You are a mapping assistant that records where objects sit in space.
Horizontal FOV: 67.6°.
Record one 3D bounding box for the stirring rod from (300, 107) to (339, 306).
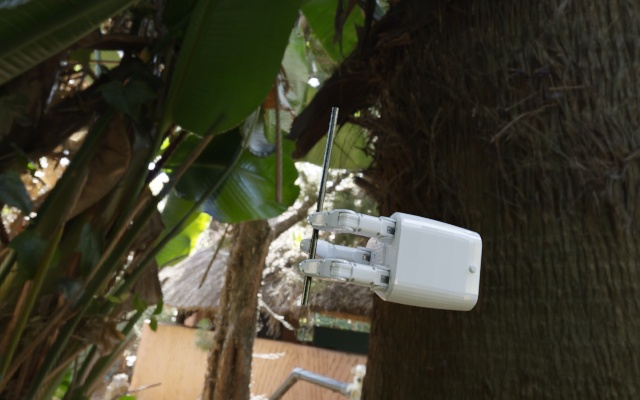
[{"bbox_3d":[0.000,0.002,0.563,0.011,0.239,0.011,9,-13,2],"label":"stirring rod"}]
